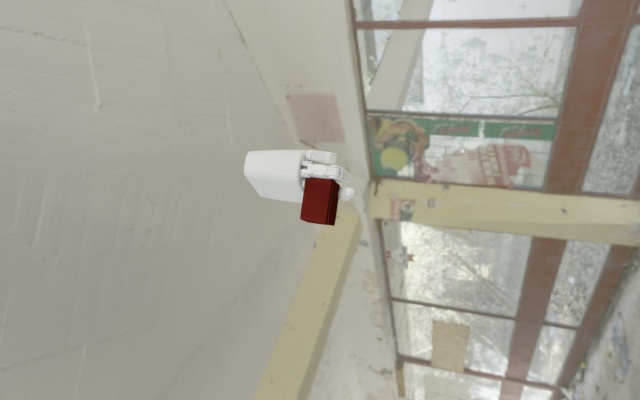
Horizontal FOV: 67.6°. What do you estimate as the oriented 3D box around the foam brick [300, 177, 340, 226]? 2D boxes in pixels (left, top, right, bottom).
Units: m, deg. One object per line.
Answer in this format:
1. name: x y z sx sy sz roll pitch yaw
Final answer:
1. foam brick: 0.000 0.003 0.841 0.051 0.078 0.053 6 -8 17
